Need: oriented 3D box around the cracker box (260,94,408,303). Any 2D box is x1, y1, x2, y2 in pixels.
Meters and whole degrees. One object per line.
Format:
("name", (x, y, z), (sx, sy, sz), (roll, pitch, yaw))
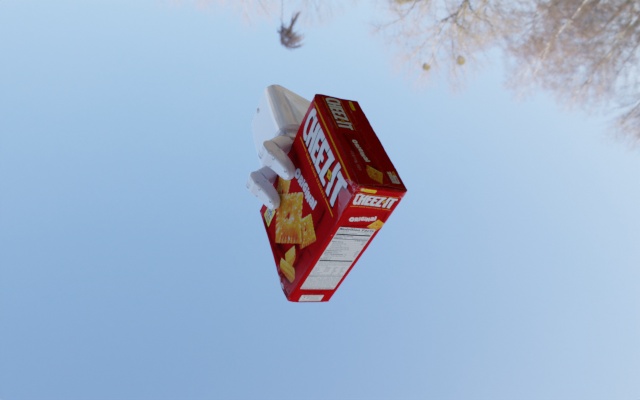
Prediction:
("cracker box", (0.000, 0.002, 0.603), (0.072, 0.164, 0.214), (4, -45, -29))
